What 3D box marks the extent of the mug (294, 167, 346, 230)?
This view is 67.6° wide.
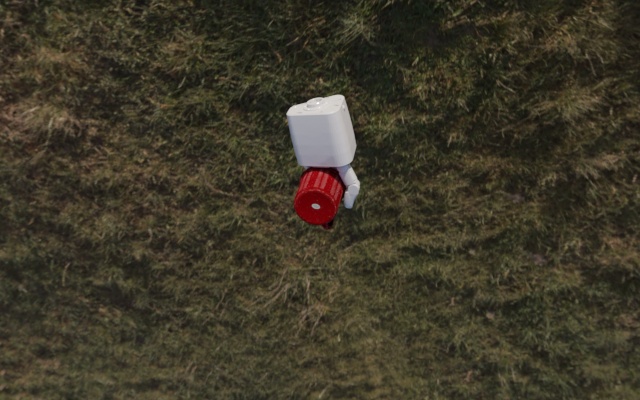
[{"bbox_3d":[0.000,0.004,0.900,0.093,0.117,0.081,-8,29,16],"label":"mug"}]
